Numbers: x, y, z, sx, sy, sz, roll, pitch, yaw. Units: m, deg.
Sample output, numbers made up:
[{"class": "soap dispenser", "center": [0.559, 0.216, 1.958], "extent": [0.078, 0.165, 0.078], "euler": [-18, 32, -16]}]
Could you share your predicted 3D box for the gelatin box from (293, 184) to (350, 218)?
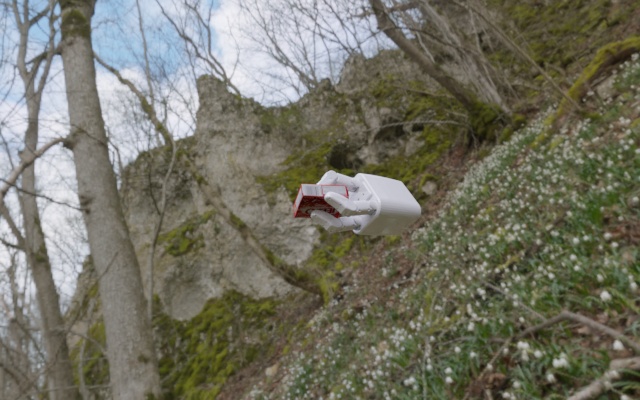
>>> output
[{"class": "gelatin box", "center": [0.000, 0.003, 0.885], "extent": [0.089, 0.030, 0.073], "euler": [2, -35, -17]}]
